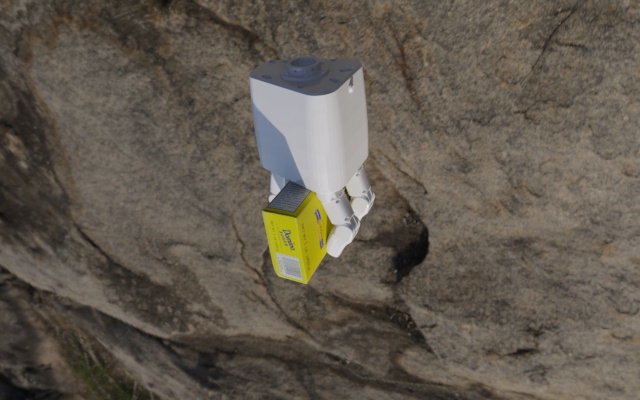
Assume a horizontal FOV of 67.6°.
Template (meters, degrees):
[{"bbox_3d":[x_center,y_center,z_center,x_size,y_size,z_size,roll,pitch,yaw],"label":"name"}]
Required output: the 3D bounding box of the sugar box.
[{"bbox_3d":[0.001,0.002,0.552,0.048,0.093,0.176,12,40,25],"label":"sugar box"}]
